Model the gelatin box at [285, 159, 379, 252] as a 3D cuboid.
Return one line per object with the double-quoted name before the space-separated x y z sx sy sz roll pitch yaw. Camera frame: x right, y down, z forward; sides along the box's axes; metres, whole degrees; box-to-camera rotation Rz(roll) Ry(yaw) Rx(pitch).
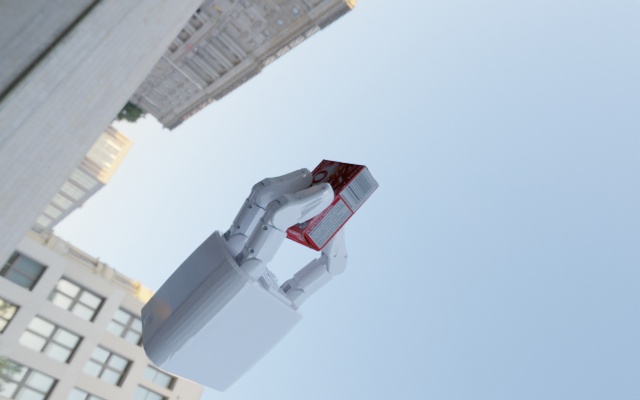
"gelatin box" 0.001 0.002 0.452 0.089 0.030 0.073 -46 28 -16
